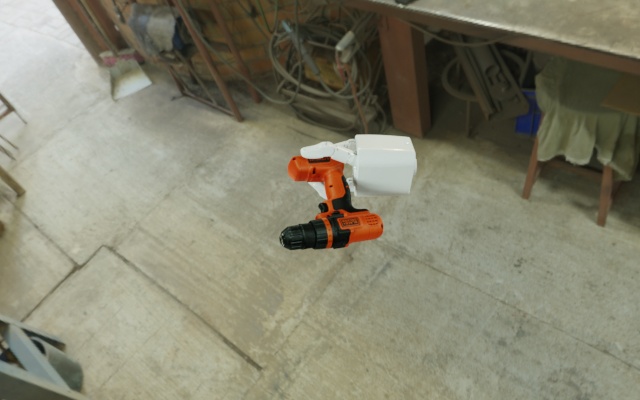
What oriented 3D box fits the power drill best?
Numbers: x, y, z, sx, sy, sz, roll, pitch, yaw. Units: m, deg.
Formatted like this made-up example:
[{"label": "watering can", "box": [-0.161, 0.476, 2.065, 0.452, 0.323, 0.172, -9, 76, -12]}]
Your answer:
[{"label": "power drill", "box": [0.000, 0.002, 0.848, 0.184, 0.187, 0.057, -6, -36, -21]}]
